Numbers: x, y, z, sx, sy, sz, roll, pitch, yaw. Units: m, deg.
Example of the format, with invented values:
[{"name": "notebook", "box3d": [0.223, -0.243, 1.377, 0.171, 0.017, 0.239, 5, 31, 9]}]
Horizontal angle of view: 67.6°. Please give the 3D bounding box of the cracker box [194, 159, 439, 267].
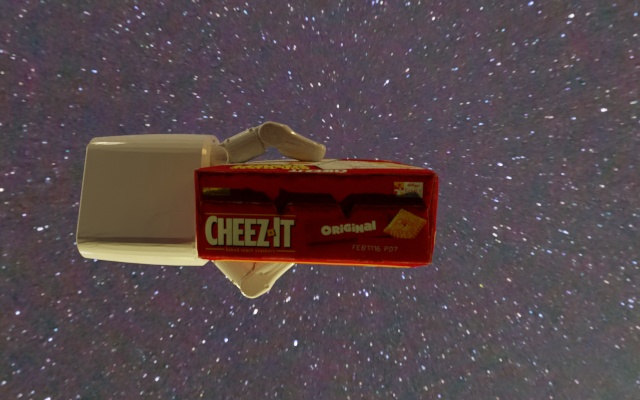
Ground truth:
[{"name": "cracker box", "box3d": [0.000, 0.001, 0.422, 0.164, 0.072, 0.213, 1, 7, 2]}]
